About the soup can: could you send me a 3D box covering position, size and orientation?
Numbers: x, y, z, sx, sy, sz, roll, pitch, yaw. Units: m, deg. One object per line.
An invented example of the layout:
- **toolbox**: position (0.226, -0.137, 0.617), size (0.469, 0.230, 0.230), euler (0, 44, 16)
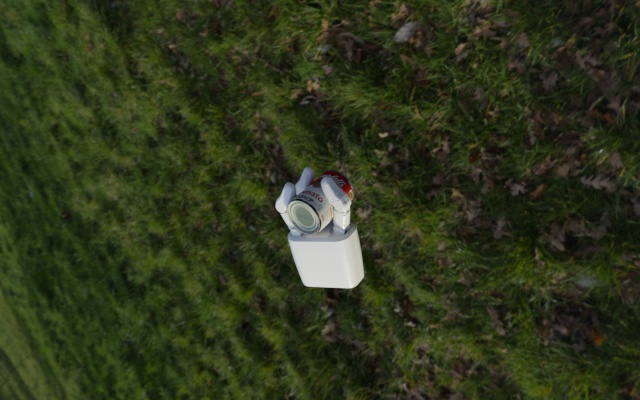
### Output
- **soup can**: position (0.000, 0.002, 0.787), size (0.068, 0.068, 0.102), euler (0, 30, 40)
